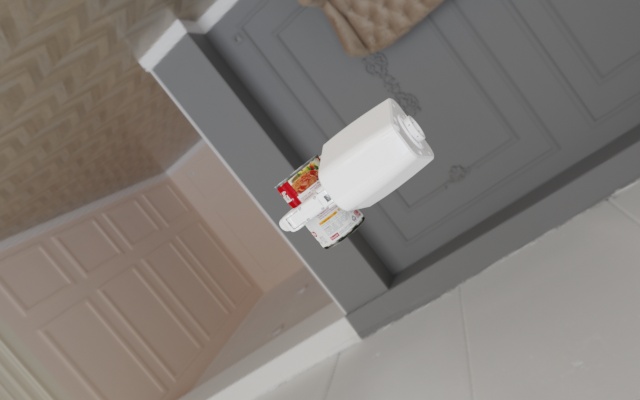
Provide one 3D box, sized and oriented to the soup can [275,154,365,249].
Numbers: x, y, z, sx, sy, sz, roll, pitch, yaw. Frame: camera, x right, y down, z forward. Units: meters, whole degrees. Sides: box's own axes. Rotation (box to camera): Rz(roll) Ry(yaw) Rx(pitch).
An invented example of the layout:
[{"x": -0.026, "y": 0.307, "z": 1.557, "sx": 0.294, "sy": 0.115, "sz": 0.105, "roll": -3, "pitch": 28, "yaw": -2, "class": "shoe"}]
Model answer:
[{"x": 0.000, "y": 0.003, "z": 0.604, "sx": 0.068, "sy": 0.102, "sz": 0.068, "roll": -38, "pitch": 5, "yaw": 4, "class": "soup can"}]
